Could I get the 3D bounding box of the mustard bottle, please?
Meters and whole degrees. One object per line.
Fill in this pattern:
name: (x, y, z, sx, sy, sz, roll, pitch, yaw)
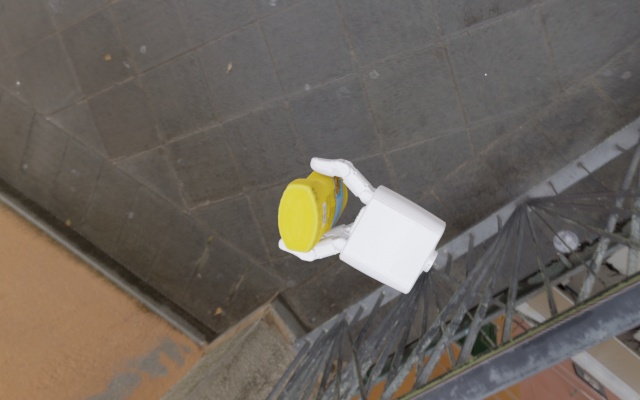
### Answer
mustard bottle: (0.000, 0.002, 0.707, 0.058, 0.096, 0.191, 6, 16, 18)
